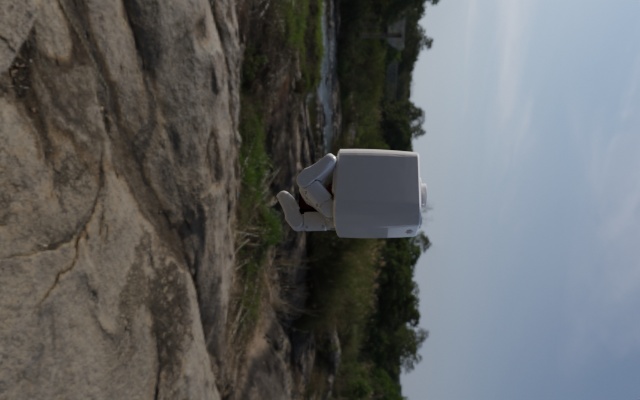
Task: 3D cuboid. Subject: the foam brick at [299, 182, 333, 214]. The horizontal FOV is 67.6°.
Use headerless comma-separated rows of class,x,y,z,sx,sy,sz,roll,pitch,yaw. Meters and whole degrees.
foam brick,0.000,0.002,0.688,0.051,0.053,0.078,1,-17,7
